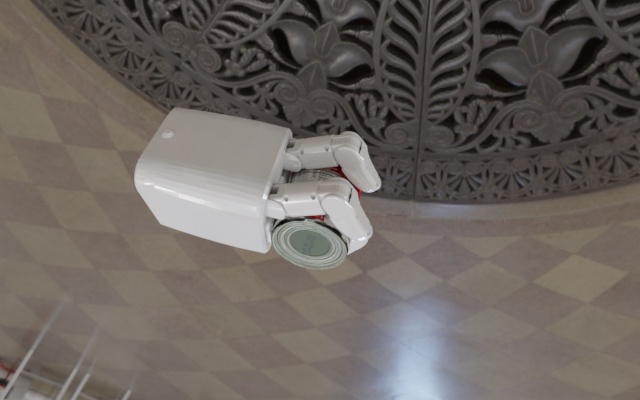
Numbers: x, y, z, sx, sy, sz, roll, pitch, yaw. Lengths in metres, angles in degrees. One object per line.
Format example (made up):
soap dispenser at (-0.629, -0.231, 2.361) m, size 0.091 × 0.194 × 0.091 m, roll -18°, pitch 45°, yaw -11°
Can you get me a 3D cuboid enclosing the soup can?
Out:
soup can at (0.000, 0.002, 0.427) m, size 0.068 × 0.102 × 0.069 m, roll 9°, pitch -41°, yaw 8°
